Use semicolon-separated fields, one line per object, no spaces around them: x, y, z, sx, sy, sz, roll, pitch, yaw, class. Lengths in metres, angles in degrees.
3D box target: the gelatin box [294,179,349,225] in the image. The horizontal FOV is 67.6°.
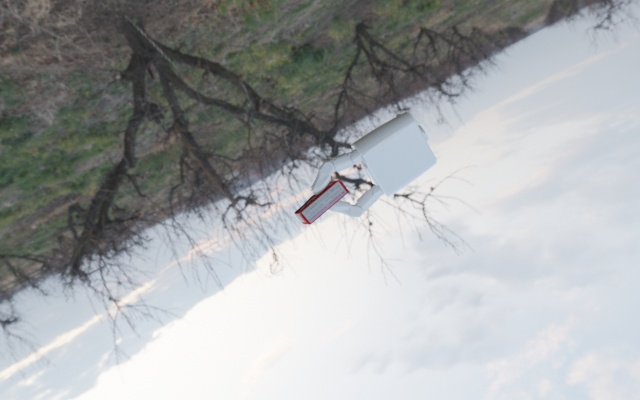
0.000;0.003;0.815;0.089;0.030;0.073;-41;6;-9;gelatin box
